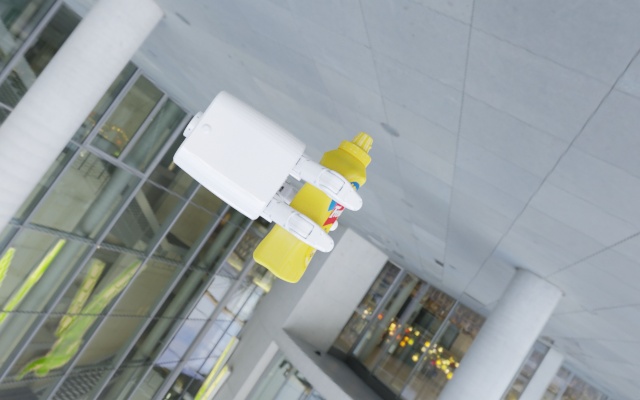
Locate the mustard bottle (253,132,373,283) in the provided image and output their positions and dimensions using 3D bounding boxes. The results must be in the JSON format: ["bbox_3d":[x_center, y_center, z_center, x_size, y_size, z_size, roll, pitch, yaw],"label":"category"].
[{"bbox_3d":[0.000,0.002,0.555,0.058,0.191,0.096,33,-5,14],"label":"mustard bottle"}]
